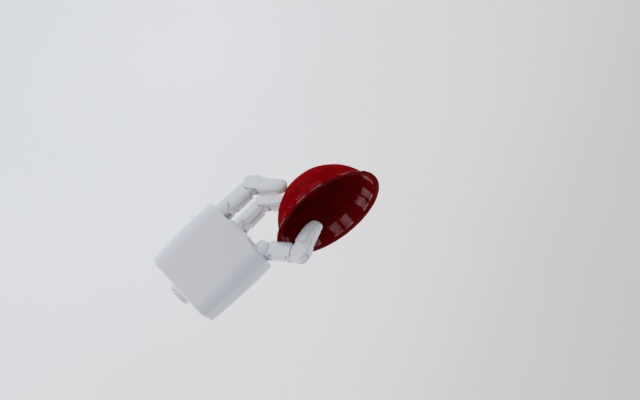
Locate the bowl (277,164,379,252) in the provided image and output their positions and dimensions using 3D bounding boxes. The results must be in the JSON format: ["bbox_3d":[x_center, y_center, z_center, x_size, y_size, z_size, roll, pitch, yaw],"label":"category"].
[{"bbox_3d":[0.001,0.001,0.658,0.162,0.055,0.162,-26,-31,-17],"label":"bowl"}]
